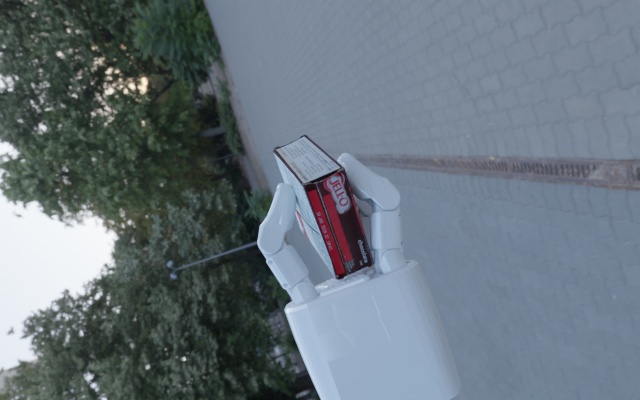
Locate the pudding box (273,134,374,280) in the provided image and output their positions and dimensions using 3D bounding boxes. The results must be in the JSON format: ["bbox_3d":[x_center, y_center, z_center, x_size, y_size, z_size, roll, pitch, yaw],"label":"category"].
[{"bbox_3d":[0.000,0.001,0.409,0.039,0.090,0.113,-23,26,-10],"label":"pudding box"}]
